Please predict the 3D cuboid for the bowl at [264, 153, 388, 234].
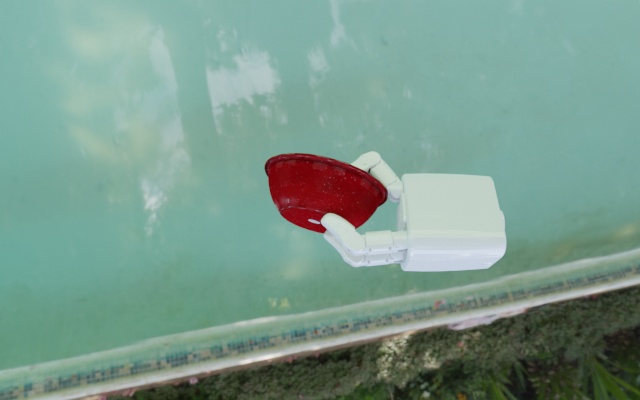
[{"bbox_3d":[-0.001,0.002,0.599,0.162,0.055,0.162,14,-19,5],"label":"bowl"}]
